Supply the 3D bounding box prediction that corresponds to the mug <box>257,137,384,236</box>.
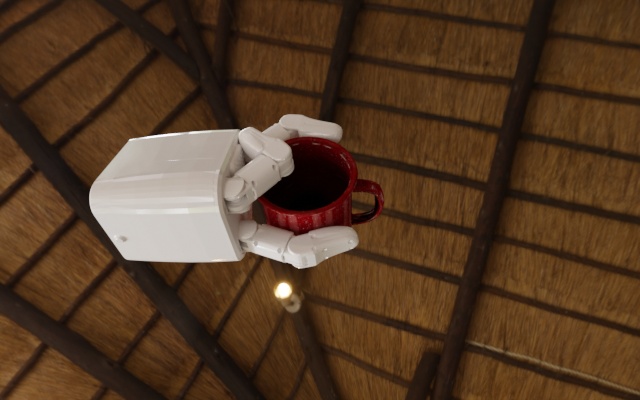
[{"bbox_3d":[0.002,0.001,0.443,0.117,0.093,0.082,-1,-39,3],"label":"mug"}]
